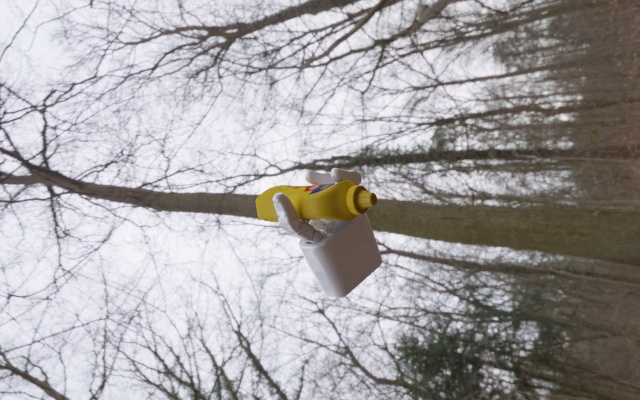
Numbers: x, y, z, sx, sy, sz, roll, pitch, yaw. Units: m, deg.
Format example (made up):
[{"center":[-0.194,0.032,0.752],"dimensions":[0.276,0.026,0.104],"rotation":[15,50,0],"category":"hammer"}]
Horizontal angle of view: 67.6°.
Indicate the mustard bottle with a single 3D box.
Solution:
[{"center":[0.000,0.002,0.711],"dimensions":[0.191,0.058,0.096],"rotation":[-2,7,40],"category":"mustard bottle"}]
